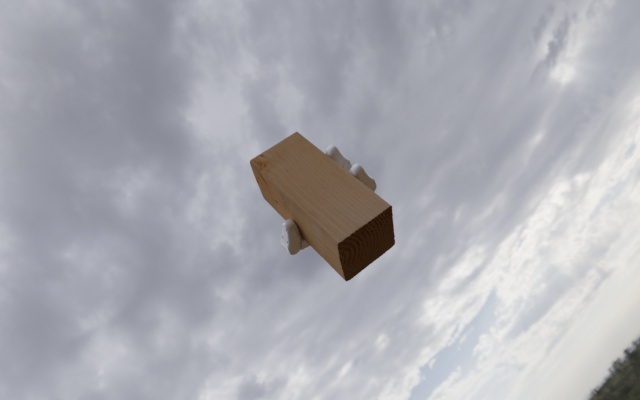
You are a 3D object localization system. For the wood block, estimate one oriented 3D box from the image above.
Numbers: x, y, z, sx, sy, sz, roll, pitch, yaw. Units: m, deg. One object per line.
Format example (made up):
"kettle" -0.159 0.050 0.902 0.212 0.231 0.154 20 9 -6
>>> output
"wood block" 0.000 0.003 0.673 0.091 0.090 0.206 -35 52 -18
